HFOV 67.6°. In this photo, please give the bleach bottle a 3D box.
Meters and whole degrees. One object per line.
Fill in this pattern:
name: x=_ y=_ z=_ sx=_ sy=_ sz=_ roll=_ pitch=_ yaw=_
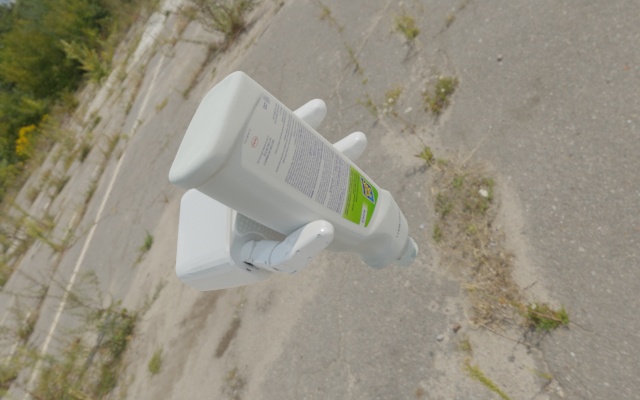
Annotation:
bleach bottle: x=0.000 y=0.001 z=0.424 sx=0.251 sy=0.102 sz=0.068 roll=35 pitch=-37 yaw=-31
